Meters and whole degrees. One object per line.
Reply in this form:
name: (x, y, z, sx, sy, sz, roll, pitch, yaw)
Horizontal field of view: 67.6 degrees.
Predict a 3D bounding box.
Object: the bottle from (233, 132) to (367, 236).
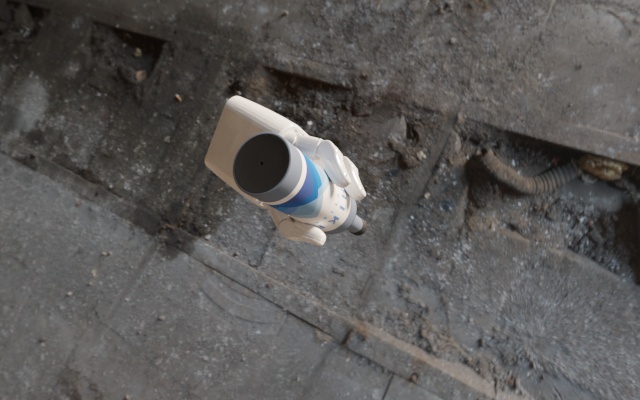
bottle: (0.000, 0.002, 0.594, 0.069, 0.069, 0.296, 0, -15, 24)
